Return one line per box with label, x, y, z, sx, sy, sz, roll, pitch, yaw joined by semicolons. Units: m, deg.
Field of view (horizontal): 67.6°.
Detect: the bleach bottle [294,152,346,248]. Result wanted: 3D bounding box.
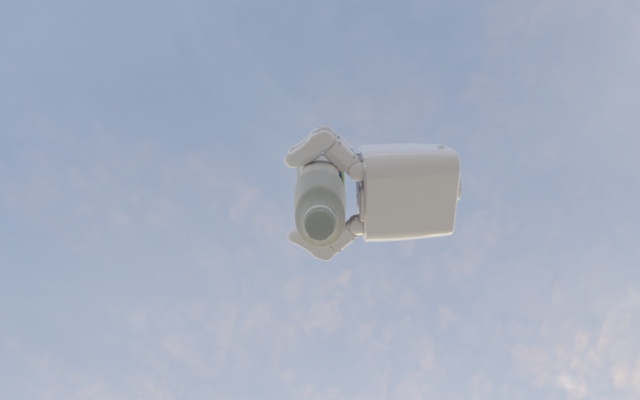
bleach bottle;0.000;0.002;0.557;0.068;0.102;0.250;-2;14;1
